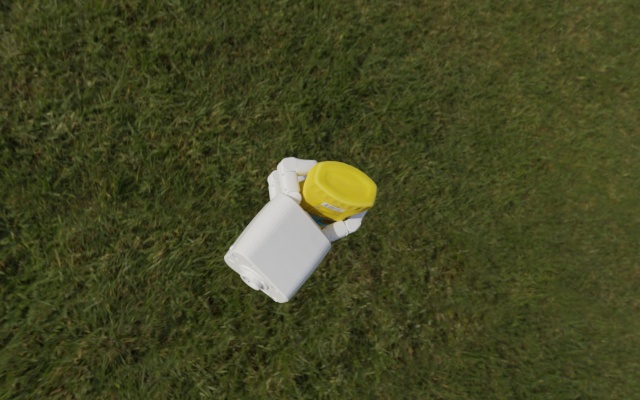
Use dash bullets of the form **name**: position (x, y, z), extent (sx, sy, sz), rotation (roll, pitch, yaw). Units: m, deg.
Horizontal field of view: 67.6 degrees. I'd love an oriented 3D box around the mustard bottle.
- **mustard bottle**: position (0.000, 0.002, 0.719), extent (0.096, 0.058, 0.192), rotation (19, -22, -17)
